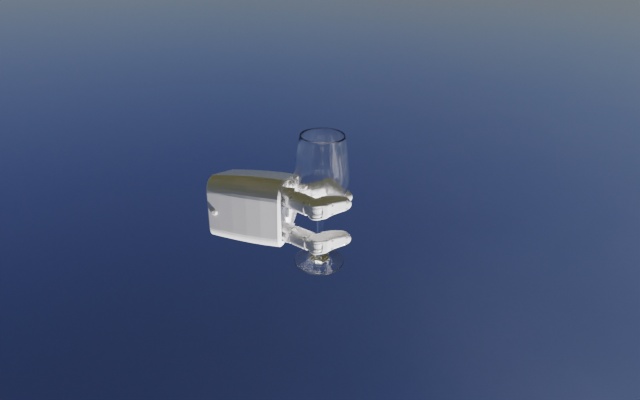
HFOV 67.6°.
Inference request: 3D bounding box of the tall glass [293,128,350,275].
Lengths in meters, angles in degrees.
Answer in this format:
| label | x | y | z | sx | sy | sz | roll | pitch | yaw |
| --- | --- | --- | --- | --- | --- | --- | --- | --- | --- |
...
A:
| label | x | y | z | sx | sy | sz | roll | pitch | yaw |
| --- | --- | --- | --- | --- | --- | --- | --- | --- | --- |
| tall glass | 0.000 | 0.003 | 0.675 | 0.079 | 0.201 | 0.079 | 2 | 27 | -1 |
